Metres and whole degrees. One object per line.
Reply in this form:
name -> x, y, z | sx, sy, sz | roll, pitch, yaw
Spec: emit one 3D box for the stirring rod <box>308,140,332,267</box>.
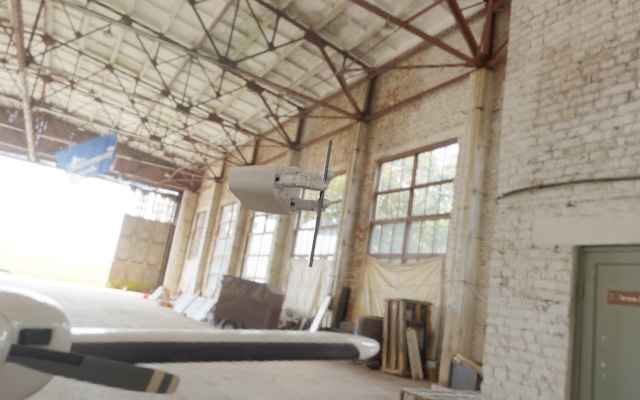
stirring rod -> 0.000, 0.003, 0.878 | 0.011, 0.239, 0.011 | 9, -12, 2
